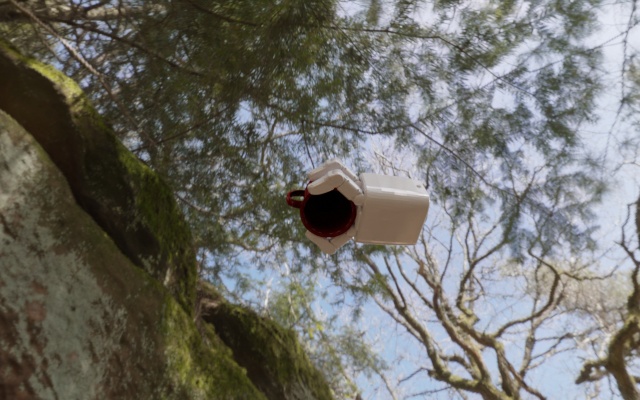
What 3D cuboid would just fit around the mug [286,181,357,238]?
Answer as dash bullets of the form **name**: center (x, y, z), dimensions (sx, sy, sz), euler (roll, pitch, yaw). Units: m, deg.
- **mug**: center (-0.001, 0.002, 0.813), dimensions (0.117, 0.093, 0.081), euler (6, 24, -4)
